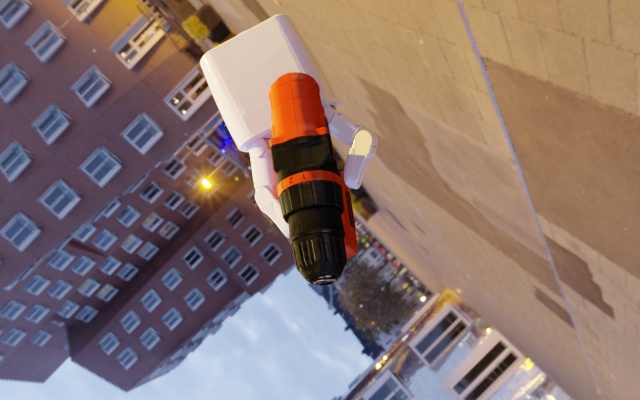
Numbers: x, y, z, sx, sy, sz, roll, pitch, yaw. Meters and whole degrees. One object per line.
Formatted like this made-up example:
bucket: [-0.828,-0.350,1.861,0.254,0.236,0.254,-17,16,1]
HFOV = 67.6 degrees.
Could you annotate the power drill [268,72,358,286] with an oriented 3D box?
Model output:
power drill: [0.000,0.001,0.452,0.057,0.184,0.188,-9,-21,4]
